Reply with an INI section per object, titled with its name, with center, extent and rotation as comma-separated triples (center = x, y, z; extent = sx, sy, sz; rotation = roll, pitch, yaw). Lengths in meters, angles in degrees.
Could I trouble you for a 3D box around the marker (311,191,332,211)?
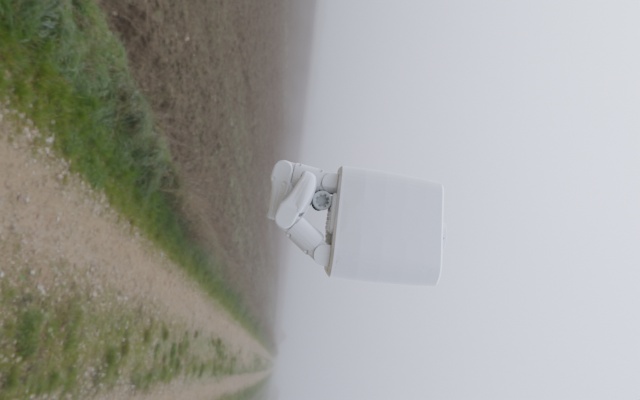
[marker]
center = 0.000, 0.002, 0.518
extent = 0.020, 0.020, 0.121
rotation = 0, -2, -2
